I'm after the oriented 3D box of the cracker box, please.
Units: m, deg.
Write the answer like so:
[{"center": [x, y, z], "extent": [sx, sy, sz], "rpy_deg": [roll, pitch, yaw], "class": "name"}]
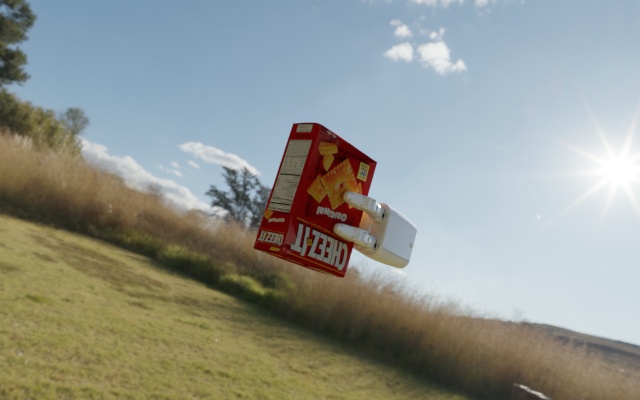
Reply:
[{"center": [0.000, 0.002, 0.783], "extent": [0.072, 0.213, 0.164], "rpy_deg": [6, -15, 43], "class": "cracker box"}]
